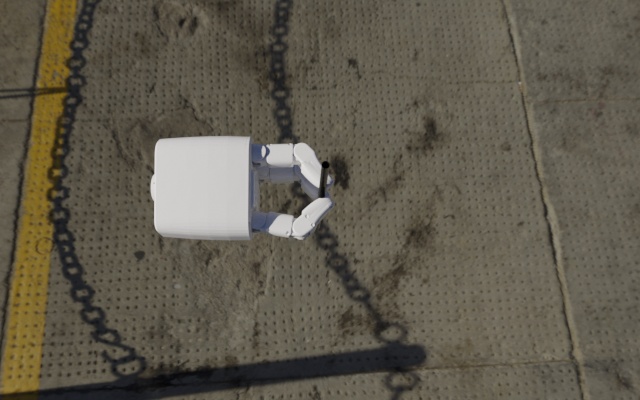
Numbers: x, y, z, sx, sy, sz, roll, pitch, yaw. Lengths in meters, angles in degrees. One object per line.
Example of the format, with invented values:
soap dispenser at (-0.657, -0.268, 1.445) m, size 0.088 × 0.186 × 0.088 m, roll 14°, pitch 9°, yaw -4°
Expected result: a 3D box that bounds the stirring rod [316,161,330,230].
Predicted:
stirring rod at (0.000, 0.002, 0.574) m, size 0.011 × 0.011 × 0.240 m, roll 0°, pitch -18°, yaw -2°
